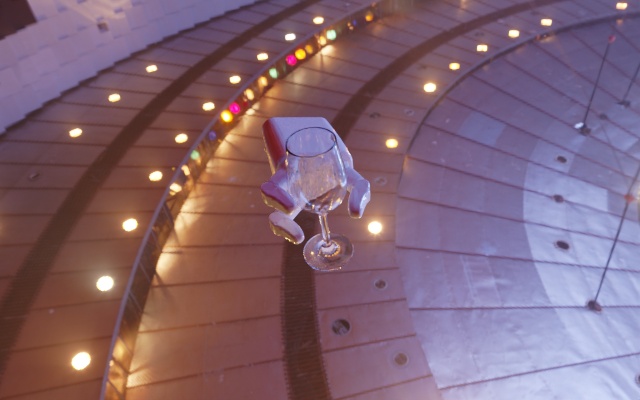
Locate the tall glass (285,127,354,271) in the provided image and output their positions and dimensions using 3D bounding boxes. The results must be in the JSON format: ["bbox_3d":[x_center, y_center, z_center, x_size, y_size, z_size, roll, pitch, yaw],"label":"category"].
[{"bbox_3d":[0.000,0.003,0.634,0.079,0.201,0.079,-5,43,5],"label":"tall glass"}]
